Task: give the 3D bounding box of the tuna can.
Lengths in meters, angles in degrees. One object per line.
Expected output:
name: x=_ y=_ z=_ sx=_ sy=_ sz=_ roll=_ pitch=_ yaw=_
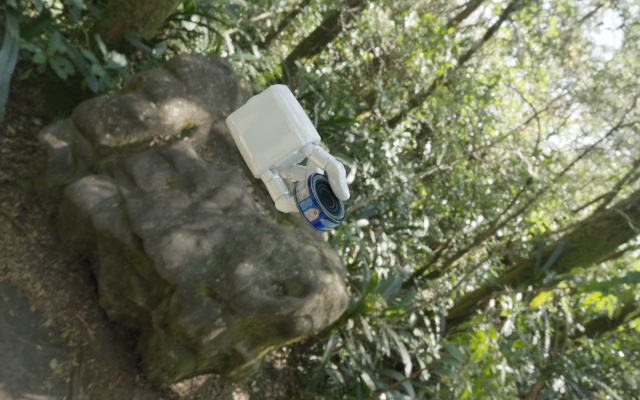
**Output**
tuna can: x=0.001 y=0.002 z=0.706 sx=0.034 sy=0.086 sz=0.086 roll=-31 pitch=-15 yaw=26
